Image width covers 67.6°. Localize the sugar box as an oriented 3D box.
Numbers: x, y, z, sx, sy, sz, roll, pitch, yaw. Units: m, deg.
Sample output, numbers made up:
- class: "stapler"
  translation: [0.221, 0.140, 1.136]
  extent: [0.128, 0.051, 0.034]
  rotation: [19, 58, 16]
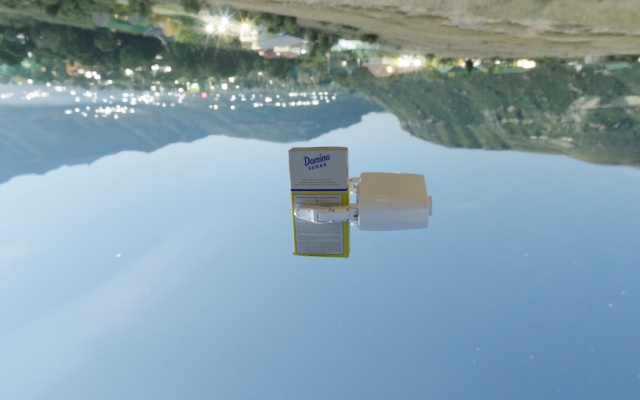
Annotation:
- class: "sugar box"
  translation: [0.000, 0.002, 0.767]
  extent: [0.093, 0.176, 0.048]
  rotation: [1, 13, 9]
